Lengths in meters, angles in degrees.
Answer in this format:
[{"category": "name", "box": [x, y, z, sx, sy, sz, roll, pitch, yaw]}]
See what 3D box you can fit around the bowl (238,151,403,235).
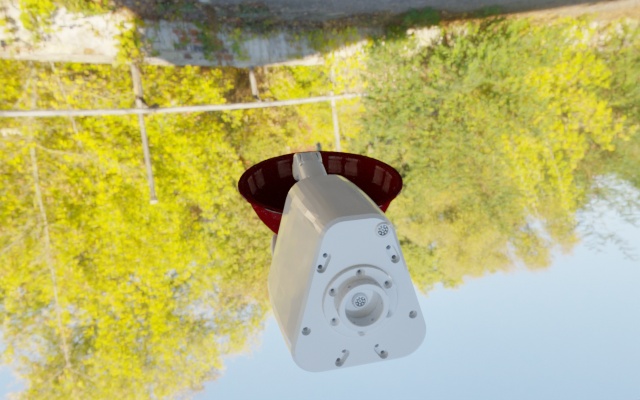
[{"category": "bowl", "box": [0.000, 0.001, 0.483, 0.162, 0.055, 0.162, -1, 26, 0]}]
